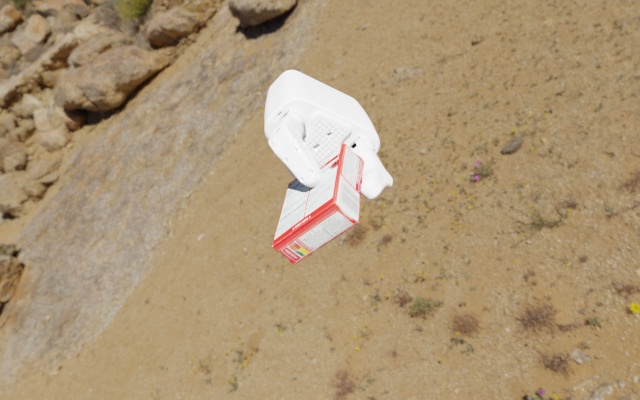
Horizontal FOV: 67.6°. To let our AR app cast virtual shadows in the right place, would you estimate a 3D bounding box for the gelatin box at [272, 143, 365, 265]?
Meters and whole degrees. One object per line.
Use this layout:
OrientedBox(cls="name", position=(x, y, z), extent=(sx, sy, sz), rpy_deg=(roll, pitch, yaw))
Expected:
OrientedBox(cls="gelatin box", position=(0.000, 0.001, 0.405), extent=(0.073, 0.089, 0.030), rpy_deg=(-36, -65, 30))
